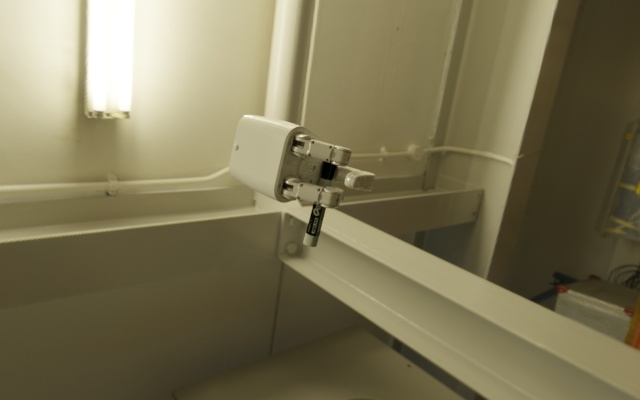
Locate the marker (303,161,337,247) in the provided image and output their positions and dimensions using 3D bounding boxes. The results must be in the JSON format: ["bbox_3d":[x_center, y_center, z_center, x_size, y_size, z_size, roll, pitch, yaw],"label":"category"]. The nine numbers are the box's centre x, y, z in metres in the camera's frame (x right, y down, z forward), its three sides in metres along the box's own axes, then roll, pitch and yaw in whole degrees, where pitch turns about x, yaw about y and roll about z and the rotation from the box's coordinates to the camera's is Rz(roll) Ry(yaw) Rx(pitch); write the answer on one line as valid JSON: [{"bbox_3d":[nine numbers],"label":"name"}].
[{"bbox_3d":[0.000,0.002,0.632,0.020,0.121,0.020,14,10,-2],"label":"marker"}]
